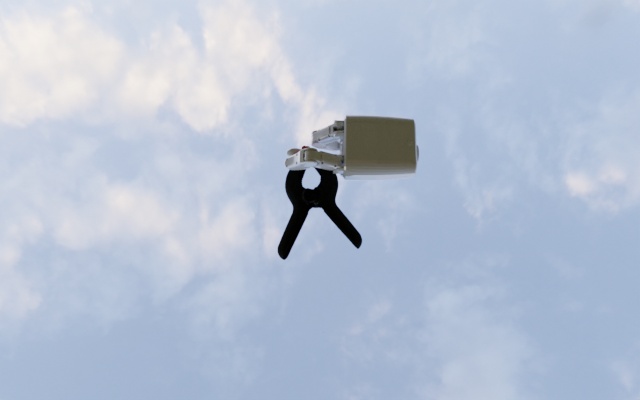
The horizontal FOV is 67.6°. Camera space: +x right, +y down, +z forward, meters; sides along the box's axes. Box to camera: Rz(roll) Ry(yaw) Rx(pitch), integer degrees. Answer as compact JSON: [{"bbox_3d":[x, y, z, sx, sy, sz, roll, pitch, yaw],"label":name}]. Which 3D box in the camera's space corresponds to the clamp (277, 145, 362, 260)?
[{"bbox_3d":[0.000,0.002,0.699,0.120,0.171,0.039,1,-15,0],"label":"clamp"}]
